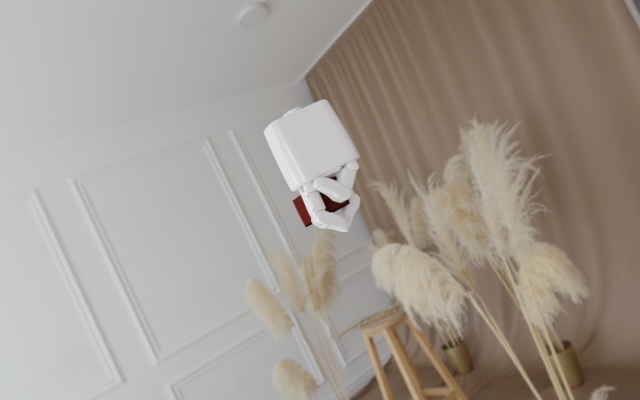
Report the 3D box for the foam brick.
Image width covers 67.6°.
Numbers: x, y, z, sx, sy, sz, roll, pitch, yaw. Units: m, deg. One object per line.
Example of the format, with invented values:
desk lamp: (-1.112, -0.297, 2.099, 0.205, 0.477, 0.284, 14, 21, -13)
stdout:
foam brick: (0.000, 0.003, 0.778, 0.053, 0.051, 0.078, -27, -3, -33)
